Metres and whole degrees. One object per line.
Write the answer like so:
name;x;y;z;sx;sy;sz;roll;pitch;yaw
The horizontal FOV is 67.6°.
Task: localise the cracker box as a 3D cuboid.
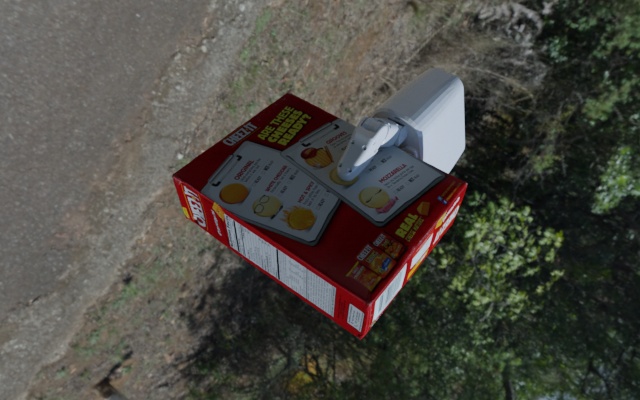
cracker box;0.000;0.001;0.449;0.213;0.072;0.164;30;53;23
